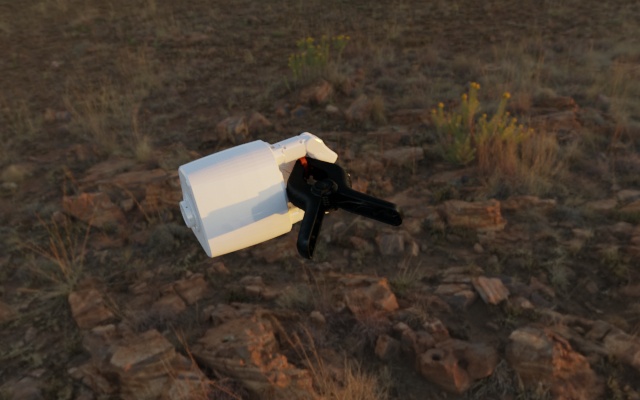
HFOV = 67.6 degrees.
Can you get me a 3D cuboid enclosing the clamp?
[{"bbox_3d":[0.000,0.001,0.552,0.120,0.039,0.171,-20,35,-23],"label":"clamp"}]
